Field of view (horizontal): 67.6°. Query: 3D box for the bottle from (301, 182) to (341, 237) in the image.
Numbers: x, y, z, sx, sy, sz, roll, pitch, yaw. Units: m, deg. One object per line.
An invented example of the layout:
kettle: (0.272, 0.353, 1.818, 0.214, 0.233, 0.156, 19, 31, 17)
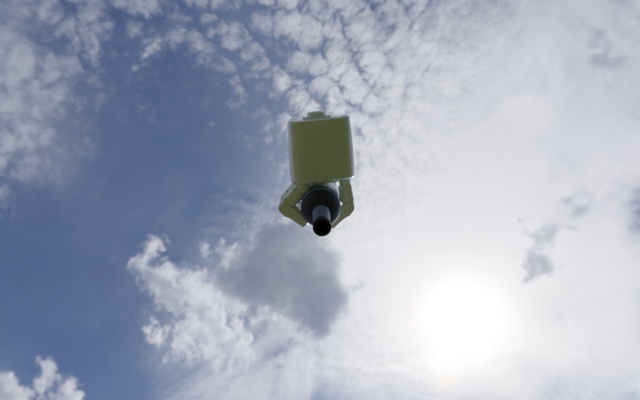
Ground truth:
bottle: (0.000, 0.003, 0.825, 0.069, 0.069, 0.295, 0, 14, -1)
